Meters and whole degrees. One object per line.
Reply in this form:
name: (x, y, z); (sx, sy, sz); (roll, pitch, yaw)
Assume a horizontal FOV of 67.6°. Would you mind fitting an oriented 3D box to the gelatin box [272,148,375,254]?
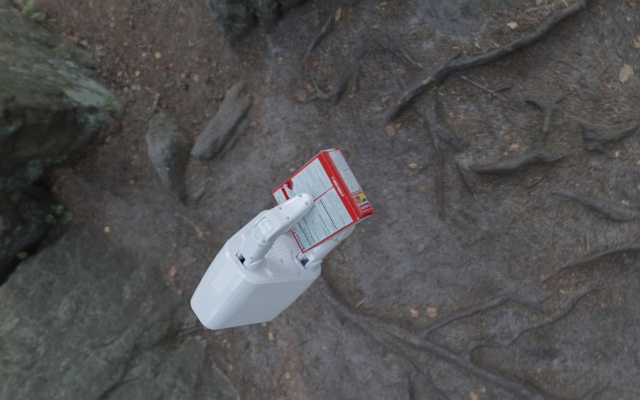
gelatin box: (0.000, 0.001, 0.472); (0.030, 0.073, 0.089); (-20, -12, -48)
